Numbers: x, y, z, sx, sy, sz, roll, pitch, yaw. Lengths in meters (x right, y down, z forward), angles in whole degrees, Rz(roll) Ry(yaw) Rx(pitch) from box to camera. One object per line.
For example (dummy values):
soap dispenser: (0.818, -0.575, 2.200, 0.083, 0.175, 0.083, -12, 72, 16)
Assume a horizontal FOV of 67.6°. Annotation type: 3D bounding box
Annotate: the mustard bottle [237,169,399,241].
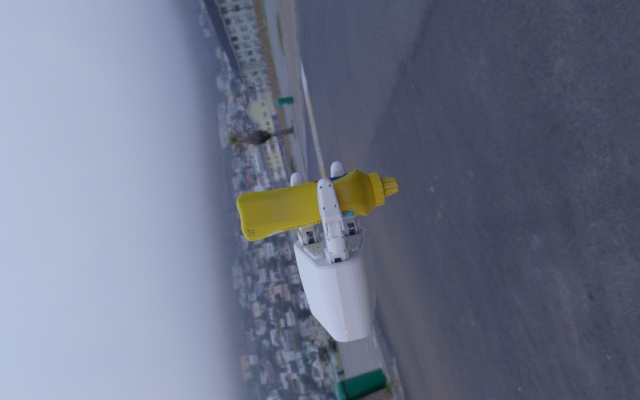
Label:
mustard bottle: (0.000, 0.002, 0.579, 0.191, 0.058, 0.096, -12, -6, -3)
